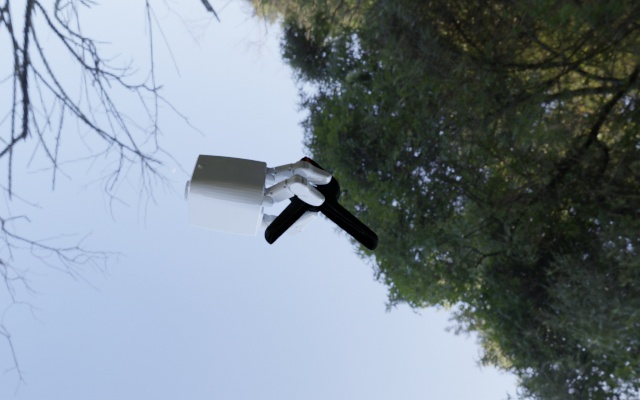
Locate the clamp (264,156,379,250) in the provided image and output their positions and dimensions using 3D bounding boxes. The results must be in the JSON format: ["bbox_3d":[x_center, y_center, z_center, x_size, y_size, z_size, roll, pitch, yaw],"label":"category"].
[{"bbox_3d":[0.000,0.003,0.737,0.164,0.036,0.209,10,36,-10],"label":"clamp"}]
